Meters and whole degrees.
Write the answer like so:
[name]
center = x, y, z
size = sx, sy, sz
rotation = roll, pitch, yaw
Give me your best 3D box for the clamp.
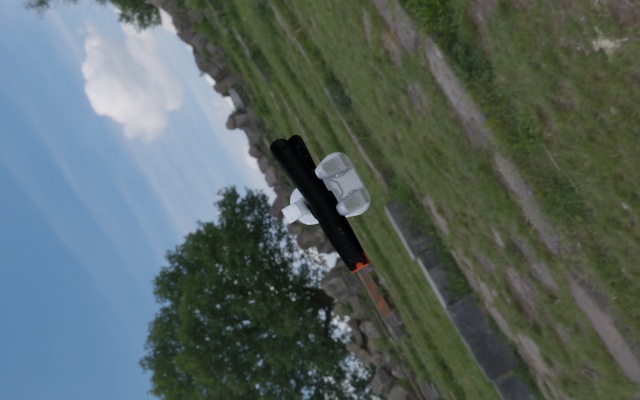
[clamp]
center = 0.000, 0.003, 0.626
size = 0.036, 0.210, 0.164
rotation = -30, 0, 9
